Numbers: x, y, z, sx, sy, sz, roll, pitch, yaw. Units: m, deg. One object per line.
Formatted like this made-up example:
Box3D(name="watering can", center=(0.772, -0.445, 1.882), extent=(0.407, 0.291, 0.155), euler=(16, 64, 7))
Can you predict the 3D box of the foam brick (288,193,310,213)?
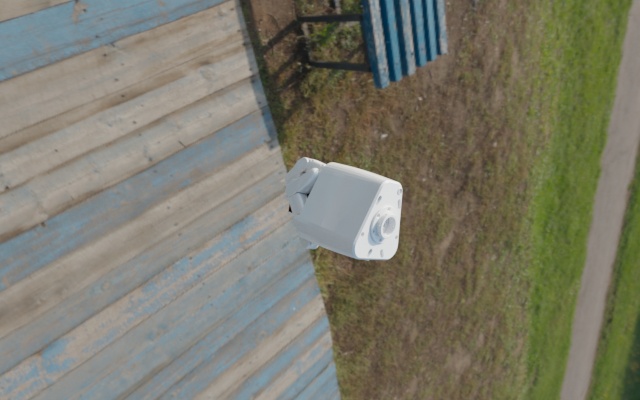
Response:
Box3D(name="foam brick", center=(0.000, 0.002, 0.719), extent=(0.078, 0.053, 0.051), euler=(8, 7, -46))
